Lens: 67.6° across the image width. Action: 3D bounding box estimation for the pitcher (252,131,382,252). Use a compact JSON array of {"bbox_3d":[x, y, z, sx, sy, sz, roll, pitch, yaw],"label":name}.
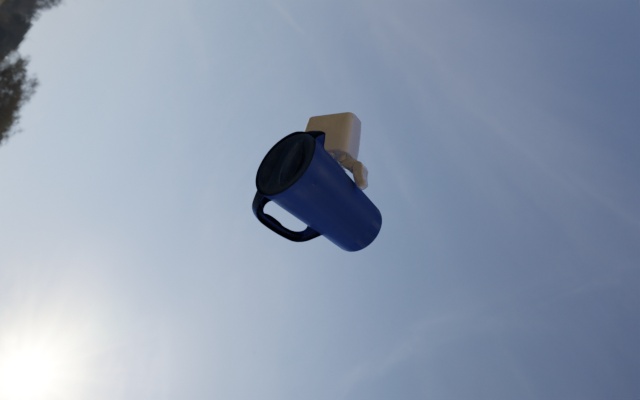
[{"bbox_3d":[0.000,0.003,0.871,0.149,0.145,0.243,-18,-43,34],"label":"pitcher"}]
